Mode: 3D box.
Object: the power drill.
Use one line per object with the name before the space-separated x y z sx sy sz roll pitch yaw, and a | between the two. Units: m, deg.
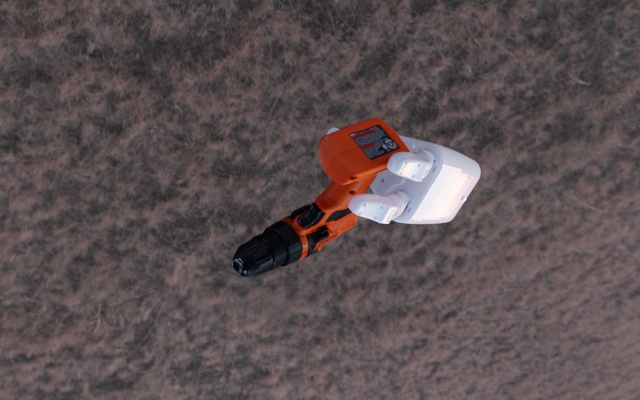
power drill | 0.000 0.001 0.519 0.184 0.057 0.188 -27 -18 -41
